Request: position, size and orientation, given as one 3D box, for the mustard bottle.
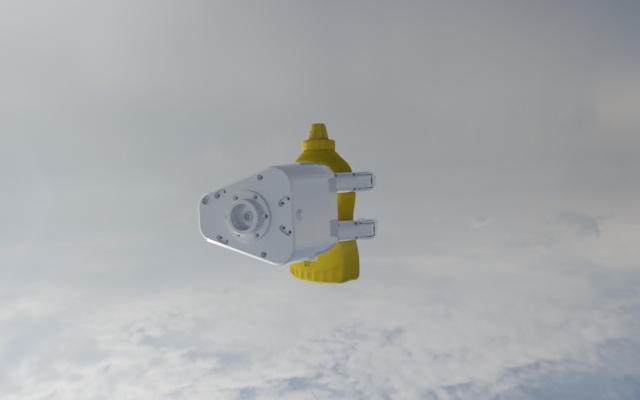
[{"bbox_3d":[0.000,0.002,0.589,0.058,0.191,0.096,-4,3,-44],"label":"mustard bottle"}]
